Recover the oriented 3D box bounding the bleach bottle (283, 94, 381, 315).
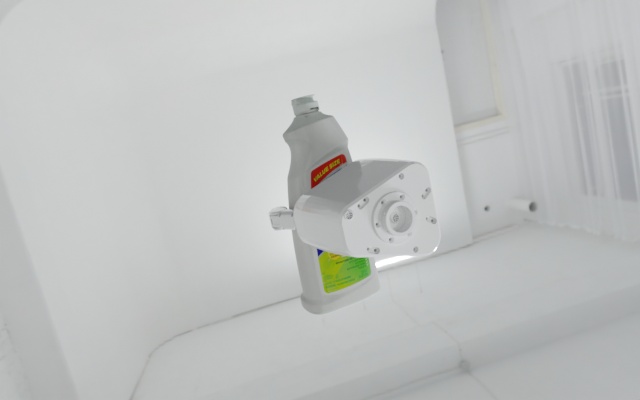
[{"bbox_3d":[0.000,0.002,0.576,0.102,0.251,0.068,-17,10,-21],"label":"bleach bottle"}]
